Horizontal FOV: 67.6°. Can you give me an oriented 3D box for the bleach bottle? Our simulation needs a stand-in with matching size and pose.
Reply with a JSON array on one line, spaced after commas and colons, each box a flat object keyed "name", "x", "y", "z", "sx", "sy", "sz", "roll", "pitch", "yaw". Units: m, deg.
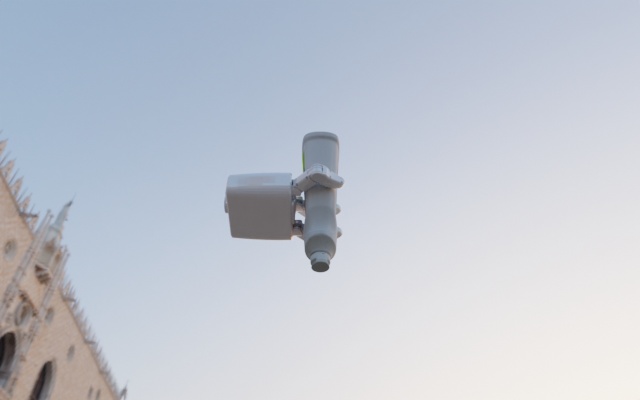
[{"name": "bleach bottle", "x": 0.000, "y": 0.003, "z": 0.796, "sx": 0.068, "sy": 0.250, "sz": 0.103, "roll": 0, "pitch": -42, "yaw": 0}]
